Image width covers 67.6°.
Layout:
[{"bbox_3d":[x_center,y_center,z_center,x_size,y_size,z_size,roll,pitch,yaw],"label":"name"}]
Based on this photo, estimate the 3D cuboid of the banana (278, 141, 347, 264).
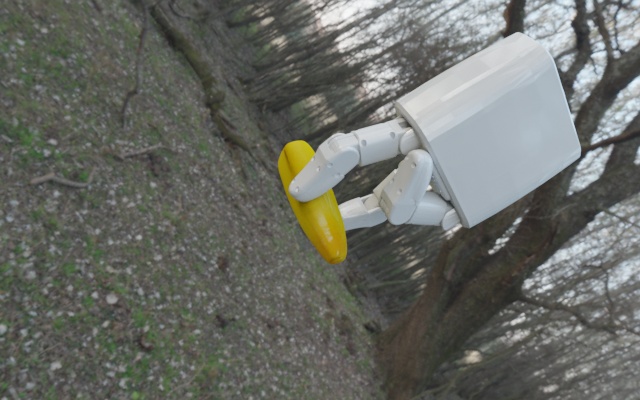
[{"bbox_3d":[-0.010,-0.014,0.426,0.037,0.070,0.197,-32,20,4],"label":"banana"}]
